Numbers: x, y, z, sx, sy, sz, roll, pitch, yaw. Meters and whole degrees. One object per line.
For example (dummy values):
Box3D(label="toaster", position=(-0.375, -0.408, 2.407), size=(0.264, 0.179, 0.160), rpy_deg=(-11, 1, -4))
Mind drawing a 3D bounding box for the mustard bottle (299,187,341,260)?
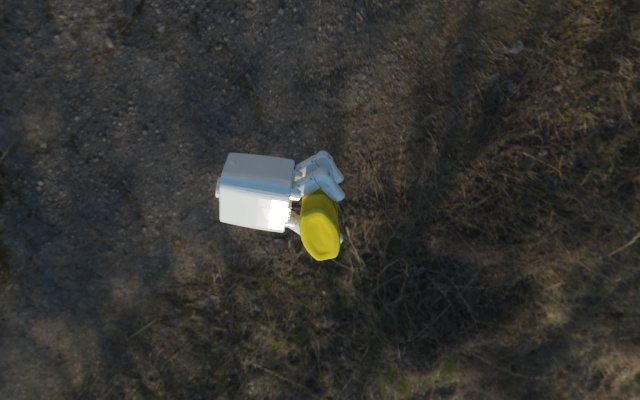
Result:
Box3D(label="mustard bottle", position=(0.000, 0.003, 0.777), size=(0.058, 0.096, 0.191), rpy_deg=(-13, 32, 9))
